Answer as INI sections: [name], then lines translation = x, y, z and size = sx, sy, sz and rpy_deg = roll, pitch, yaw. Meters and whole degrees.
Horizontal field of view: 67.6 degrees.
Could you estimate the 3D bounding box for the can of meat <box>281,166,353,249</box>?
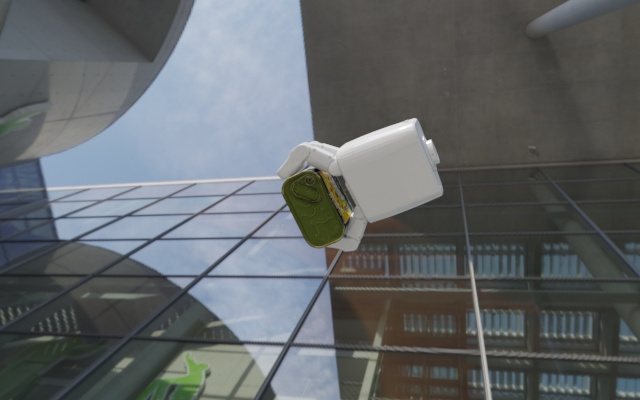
[can of meat]
translation = 0.000, 0.002, 0.650
size = 0.057, 0.102, 0.084
rpy_deg = -24, 8, 20
